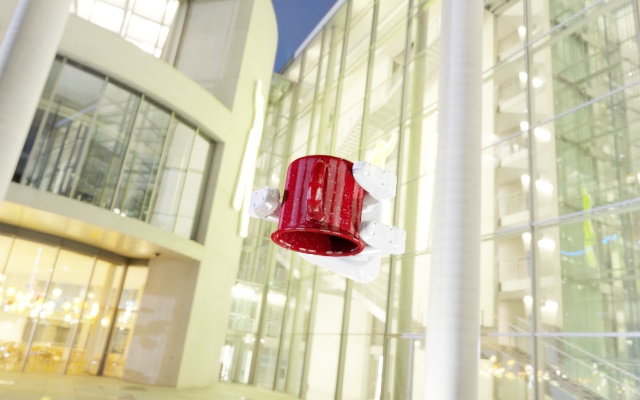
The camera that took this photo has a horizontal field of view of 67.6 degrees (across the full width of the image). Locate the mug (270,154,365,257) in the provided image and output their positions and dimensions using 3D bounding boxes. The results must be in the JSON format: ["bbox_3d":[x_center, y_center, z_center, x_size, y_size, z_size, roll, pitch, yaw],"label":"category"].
[{"bbox_3d":[0.000,0.001,0.471,0.093,0.081,0.117,4,-21,9],"label":"mug"}]
